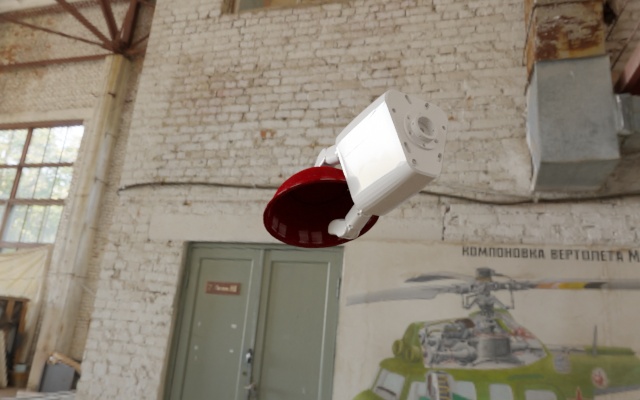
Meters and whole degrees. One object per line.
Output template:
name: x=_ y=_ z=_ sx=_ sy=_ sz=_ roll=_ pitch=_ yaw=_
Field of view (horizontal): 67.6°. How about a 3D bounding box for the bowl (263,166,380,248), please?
bowl: x=-0.001 y=0.002 z=0.664 sx=0.162 sy=0.055 sz=0.162 roll=-5 pitch=-37 yaw=-4
